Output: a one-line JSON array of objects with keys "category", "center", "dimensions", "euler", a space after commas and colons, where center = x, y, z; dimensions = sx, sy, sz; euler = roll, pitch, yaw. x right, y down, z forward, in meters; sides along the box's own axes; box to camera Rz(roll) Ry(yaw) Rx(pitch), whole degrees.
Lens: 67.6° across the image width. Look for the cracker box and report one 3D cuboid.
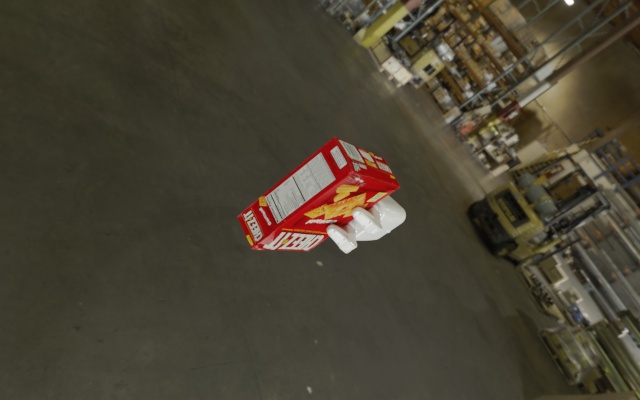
[{"category": "cracker box", "center": [0.000, 0.002, 0.772], "dimensions": [0.214, 0.072, 0.164], "euler": [-37, -25, 23]}]
